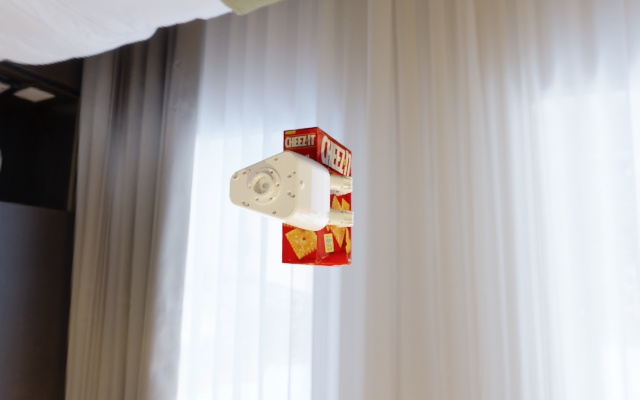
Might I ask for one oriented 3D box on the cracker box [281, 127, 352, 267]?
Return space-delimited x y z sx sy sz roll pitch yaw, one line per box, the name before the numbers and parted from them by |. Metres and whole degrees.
cracker box | 0.000 0.003 0.805 0.072 0.213 0.164 -3 -10 22
